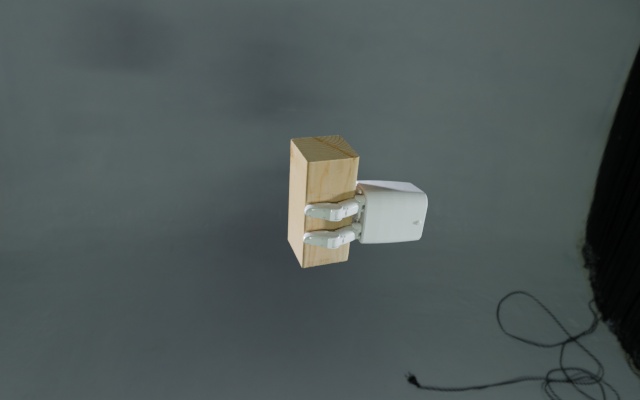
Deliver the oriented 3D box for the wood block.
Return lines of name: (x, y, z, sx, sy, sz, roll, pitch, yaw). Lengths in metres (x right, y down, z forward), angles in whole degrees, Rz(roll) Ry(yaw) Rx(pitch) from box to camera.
wood block: (0.000, 0.002, 0.821, 0.090, 0.206, 0.090, -7, 33, -18)
